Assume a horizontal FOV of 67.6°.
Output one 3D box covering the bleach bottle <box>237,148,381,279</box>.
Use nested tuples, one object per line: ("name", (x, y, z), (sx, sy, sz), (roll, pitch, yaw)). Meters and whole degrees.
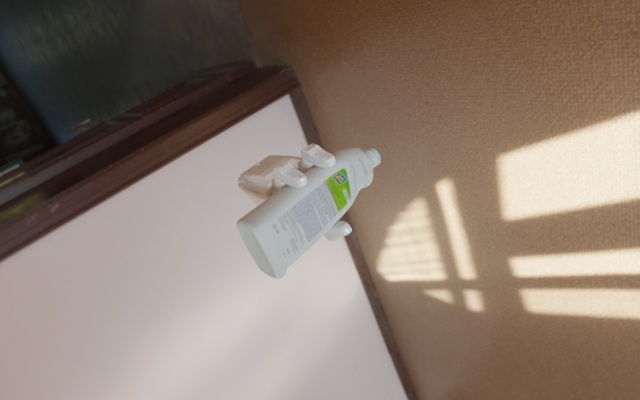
("bleach bottle", (0.000, 0.002, 0.717), (0.250, 0.103, 0.068), (-37, 31, -26))
